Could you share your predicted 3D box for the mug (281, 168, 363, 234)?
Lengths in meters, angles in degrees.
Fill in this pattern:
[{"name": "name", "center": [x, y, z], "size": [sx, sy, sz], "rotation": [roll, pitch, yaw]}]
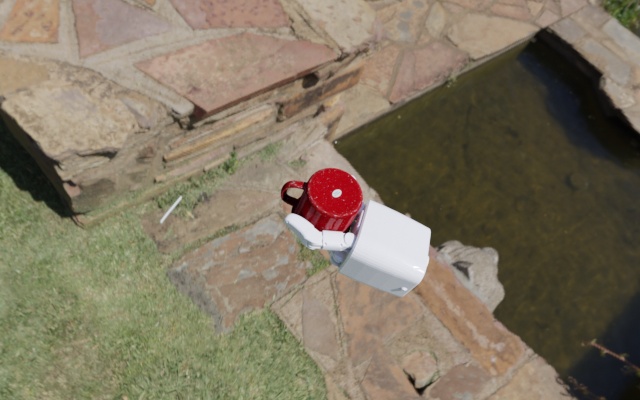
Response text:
[{"name": "mug", "center": [-0.001, 0.002, 0.680], "size": [0.117, 0.093, 0.081], "rotation": [23, -33, -3]}]
